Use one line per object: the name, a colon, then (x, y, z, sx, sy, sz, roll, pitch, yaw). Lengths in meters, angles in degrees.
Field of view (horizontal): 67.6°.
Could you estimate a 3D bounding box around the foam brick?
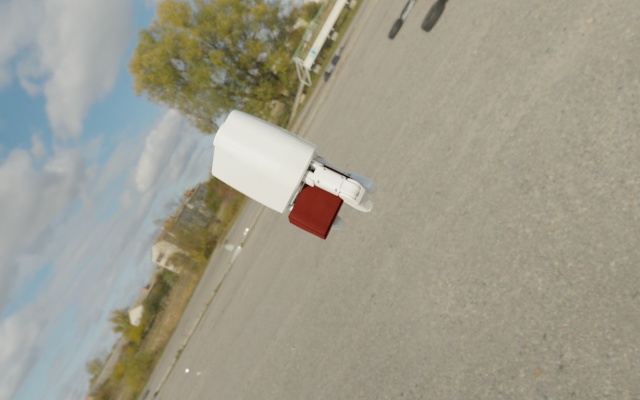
foam brick: (0.000, 0.002, 0.581, 0.051, 0.078, 0.053, 25, -10, 3)
